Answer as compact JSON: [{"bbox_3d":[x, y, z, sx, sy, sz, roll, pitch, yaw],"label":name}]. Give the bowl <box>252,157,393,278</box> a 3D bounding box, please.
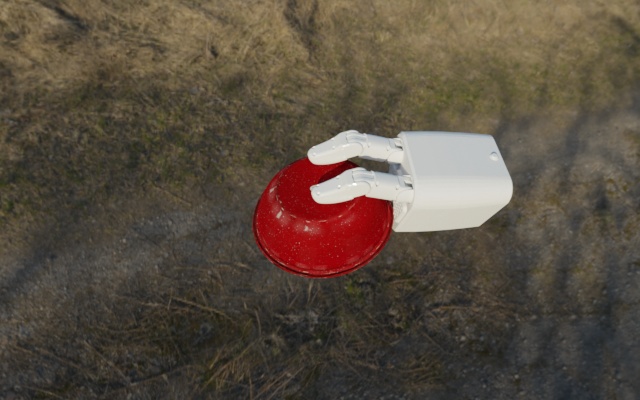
[{"bbox_3d":[-0.001,0.002,0.525,0.162,0.162,0.055,0,-38,6],"label":"bowl"}]
